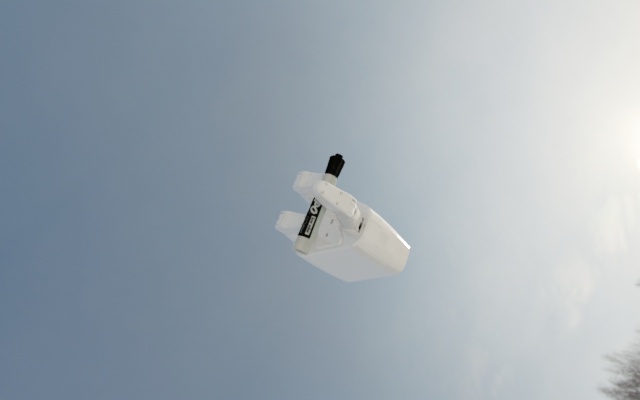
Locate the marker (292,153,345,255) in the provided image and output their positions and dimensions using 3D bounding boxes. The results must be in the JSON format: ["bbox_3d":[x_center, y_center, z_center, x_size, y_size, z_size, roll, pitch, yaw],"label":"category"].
[{"bbox_3d":[0.000,0.002,0.528,0.020,0.121,0.020,20,-18,7],"label":"marker"}]
